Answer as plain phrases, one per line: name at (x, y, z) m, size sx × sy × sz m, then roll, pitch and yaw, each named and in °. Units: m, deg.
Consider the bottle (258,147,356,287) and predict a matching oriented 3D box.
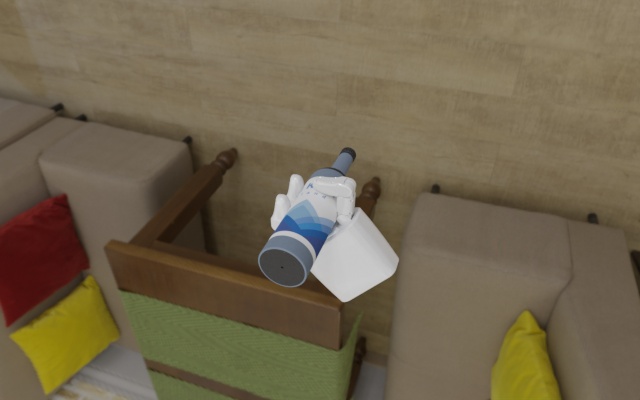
bottle at (0.000, 0.002, 0.710) m, size 0.069 × 0.069 × 0.295 m, roll 0°, pitch 34°, yaw 24°
